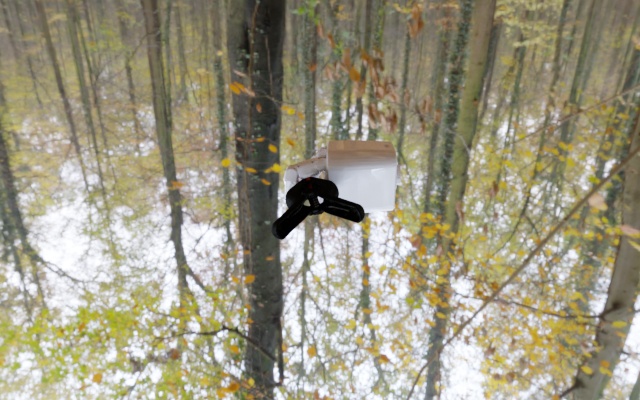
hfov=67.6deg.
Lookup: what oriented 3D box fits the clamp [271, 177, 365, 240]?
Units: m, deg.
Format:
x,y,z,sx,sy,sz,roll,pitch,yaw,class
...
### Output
x,y,z,sx,sy,sz,roll,pitch,yaw,class
0.000,0.003,0.670,0.120,0.039,0.171,-4,24,4,clamp
